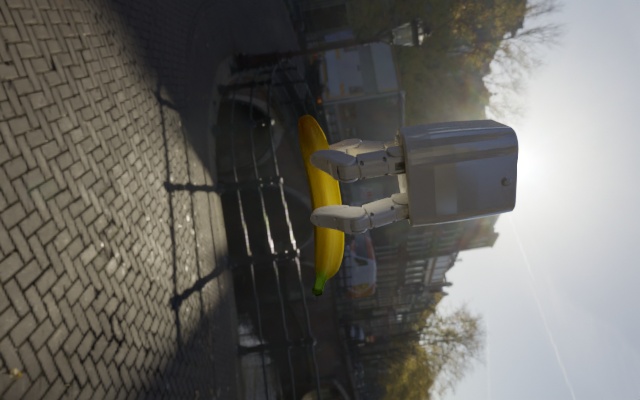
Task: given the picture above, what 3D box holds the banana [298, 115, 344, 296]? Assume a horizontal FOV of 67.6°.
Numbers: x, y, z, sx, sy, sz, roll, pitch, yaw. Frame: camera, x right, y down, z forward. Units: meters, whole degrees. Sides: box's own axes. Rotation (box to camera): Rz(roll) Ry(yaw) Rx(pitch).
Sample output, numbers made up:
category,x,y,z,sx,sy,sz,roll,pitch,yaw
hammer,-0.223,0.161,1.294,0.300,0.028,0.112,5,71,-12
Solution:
category,x,y,z,sx,sy,sz,roll,pitch,yaw
banana,0.003,0.003,0.542,0.037,0.198,0.069,-5,7,10
